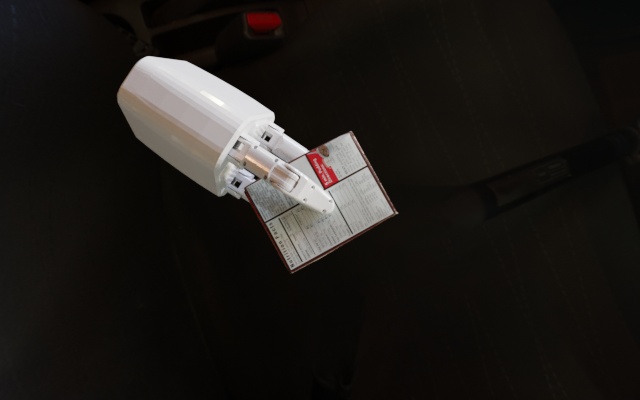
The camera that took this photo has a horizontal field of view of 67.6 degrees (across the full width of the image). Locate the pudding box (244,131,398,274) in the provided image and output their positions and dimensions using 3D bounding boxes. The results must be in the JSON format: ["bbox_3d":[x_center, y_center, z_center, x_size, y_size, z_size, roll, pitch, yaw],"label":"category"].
[{"bbox_3d":[0.000,0.001,0.438,0.113,0.090,0.039,-29,-3,1],"label":"pudding box"}]
